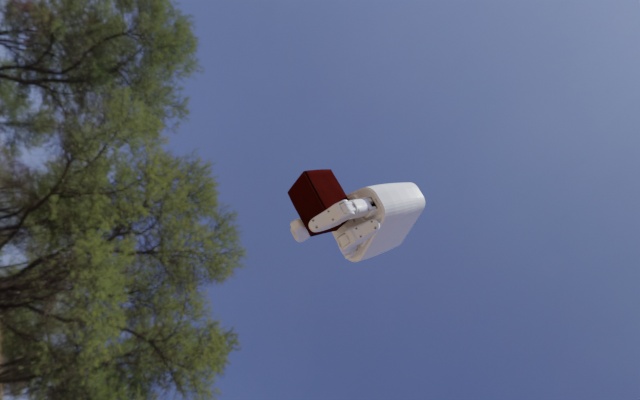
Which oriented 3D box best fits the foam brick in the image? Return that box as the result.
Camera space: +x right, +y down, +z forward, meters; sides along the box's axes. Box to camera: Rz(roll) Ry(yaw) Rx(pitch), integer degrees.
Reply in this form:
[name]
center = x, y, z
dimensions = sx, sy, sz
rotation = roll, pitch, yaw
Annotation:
[foam brick]
center = 0.000, 0.002, 0.668
dimensions = 0.051, 0.078, 0.053
rotation = -11, -25, -42
